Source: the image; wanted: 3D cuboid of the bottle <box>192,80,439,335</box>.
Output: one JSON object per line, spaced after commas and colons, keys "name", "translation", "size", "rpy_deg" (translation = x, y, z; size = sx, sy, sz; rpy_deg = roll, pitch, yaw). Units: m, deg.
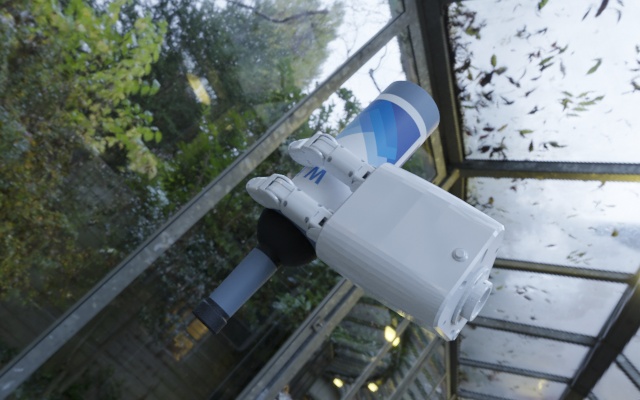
{"name": "bottle", "translation": [0.000, 0.001, 0.441], "size": [0.295, 0.069, 0.069], "rpy_deg": [-46, 21, -21]}
